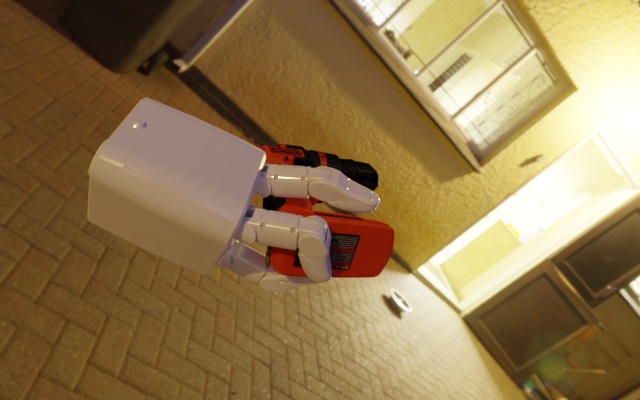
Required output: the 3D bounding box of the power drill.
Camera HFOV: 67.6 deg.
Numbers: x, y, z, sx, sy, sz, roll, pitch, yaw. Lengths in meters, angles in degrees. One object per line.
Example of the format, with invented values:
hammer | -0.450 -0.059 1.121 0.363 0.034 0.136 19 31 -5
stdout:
power drill | 0.000 0.002 0.471 0.184 0.057 0.187 4 25 -21
